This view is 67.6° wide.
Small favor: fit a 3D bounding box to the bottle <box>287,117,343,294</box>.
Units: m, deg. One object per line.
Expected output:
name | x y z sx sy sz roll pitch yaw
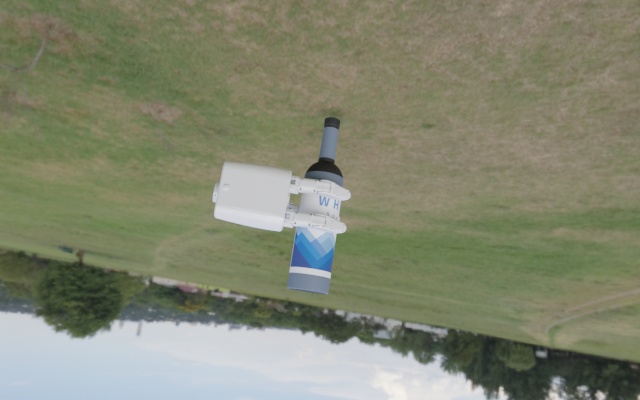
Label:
bottle | 0.000 0.003 0.793 0.069 0.295 0.069 8 -13 2
